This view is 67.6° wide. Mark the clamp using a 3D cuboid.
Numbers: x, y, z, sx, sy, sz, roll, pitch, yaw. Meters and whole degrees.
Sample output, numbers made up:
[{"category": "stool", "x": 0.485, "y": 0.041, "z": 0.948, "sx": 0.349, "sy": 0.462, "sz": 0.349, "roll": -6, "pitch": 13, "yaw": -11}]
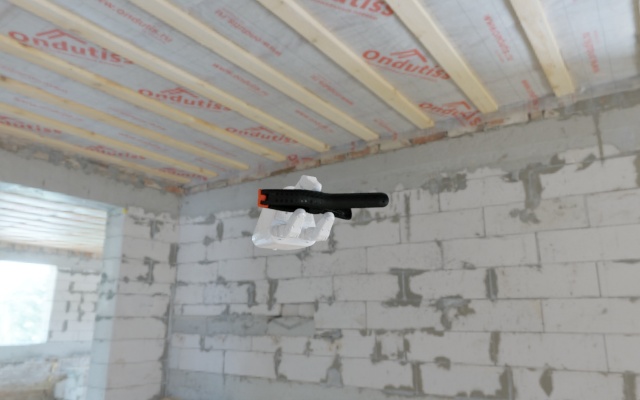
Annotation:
[{"category": "clamp", "x": 0.000, "y": 0.002, "z": 0.813, "sx": 0.210, "sy": 0.036, "sz": 0.164, "roll": 7, "pitch": -14, "yaw": -26}]
